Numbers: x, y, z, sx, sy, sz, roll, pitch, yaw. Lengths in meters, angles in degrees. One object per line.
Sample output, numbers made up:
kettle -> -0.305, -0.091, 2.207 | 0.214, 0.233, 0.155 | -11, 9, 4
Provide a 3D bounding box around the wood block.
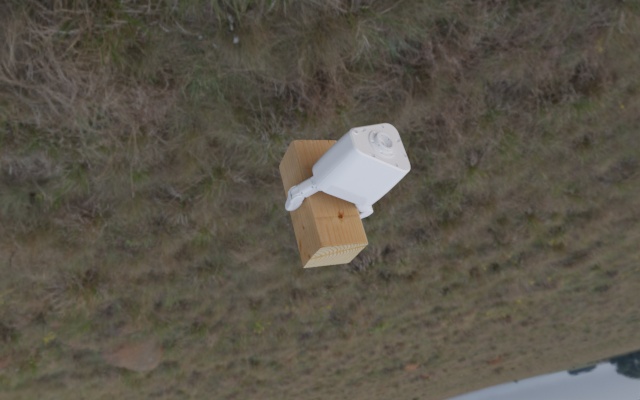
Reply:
wood block -> 0.000, 0.003, 0.842 | 0.091, 0.206, 0.090 | -3, -28, -25
